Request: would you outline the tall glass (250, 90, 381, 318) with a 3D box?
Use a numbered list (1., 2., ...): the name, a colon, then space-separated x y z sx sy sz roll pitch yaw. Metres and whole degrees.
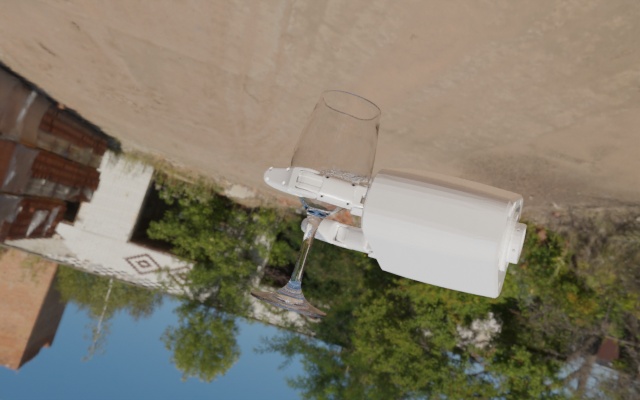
1. tall glass: 0.000 0.002 0.450 0.079 0.201 0.079 17 -7 2
